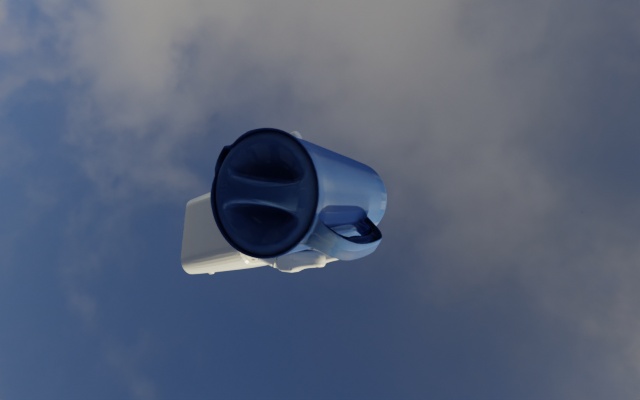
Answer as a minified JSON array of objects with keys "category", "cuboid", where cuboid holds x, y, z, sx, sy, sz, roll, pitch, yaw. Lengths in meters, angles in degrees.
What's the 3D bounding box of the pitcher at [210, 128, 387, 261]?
[{"category":"pitcher","cuboid":[0.000,0.002,0.580,0.145,0.149,0.243,-14,-8,27]}]
